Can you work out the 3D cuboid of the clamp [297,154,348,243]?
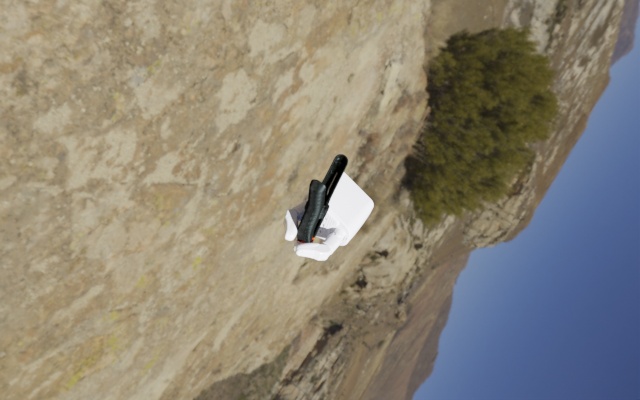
[{"bbox_3d":[0.001,0.003,0.807,0.039,0.172,0.120,33,45,13],"label":"clamp"}]
